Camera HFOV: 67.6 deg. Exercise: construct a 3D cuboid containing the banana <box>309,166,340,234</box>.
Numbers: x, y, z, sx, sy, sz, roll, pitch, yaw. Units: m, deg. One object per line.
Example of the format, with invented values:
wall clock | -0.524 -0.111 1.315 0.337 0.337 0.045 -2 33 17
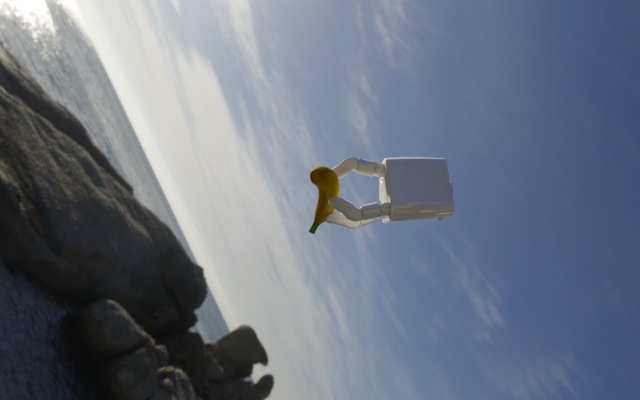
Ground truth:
banana | 0.008 -0.010 0.800 0.037 0.069 0.198 21 -29 12
